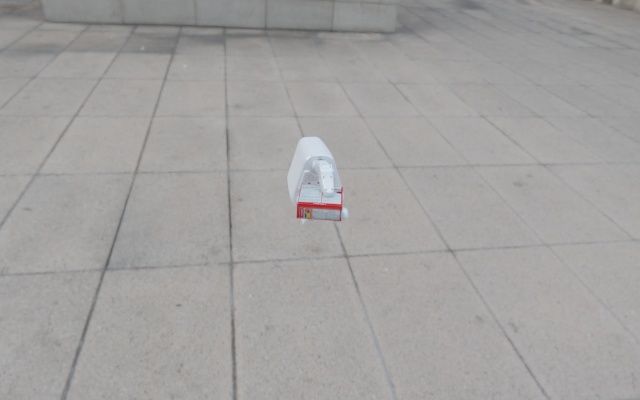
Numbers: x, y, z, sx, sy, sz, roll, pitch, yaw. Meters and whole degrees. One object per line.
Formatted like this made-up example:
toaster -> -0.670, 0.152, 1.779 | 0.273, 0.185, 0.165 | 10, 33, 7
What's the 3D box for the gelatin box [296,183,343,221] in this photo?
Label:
gelatin box -> 0.000, 0.002, 0.796 | 0.073, 0.030, 0.089 | 4, 23, 1
